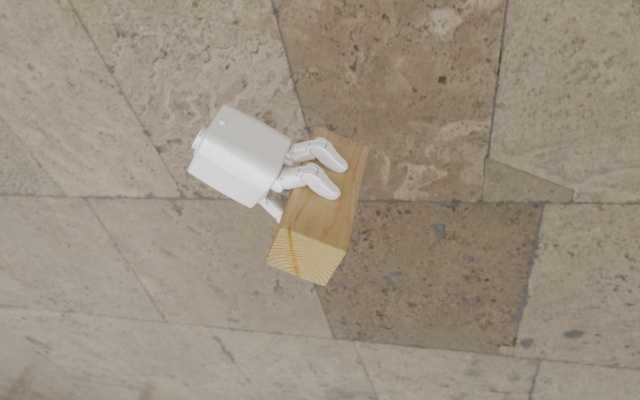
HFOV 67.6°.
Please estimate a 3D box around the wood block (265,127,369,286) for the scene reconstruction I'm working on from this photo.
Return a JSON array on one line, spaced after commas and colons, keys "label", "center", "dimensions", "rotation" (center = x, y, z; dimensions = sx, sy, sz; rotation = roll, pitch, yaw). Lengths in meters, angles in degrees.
[{"label": "wood block", "center": [0.000, 0.002, 0.684], "dimensions": [0.090, 0.206, 0.091], "rotation": [21, -43, -5]}]
